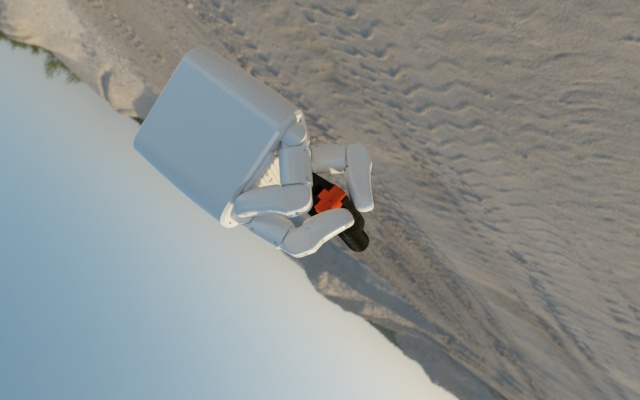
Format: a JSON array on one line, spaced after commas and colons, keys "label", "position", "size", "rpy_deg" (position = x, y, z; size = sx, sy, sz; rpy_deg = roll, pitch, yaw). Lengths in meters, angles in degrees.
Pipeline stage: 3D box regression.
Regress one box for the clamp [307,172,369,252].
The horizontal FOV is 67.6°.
[{"label": "clamp", "position": [0.000, 0.002, 0.483], "size": [0.120, 0.039, 0.171], "rpy_deg": [35, -8, 11]}]
